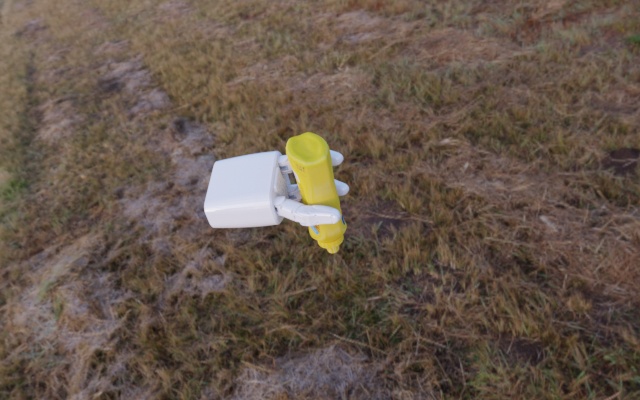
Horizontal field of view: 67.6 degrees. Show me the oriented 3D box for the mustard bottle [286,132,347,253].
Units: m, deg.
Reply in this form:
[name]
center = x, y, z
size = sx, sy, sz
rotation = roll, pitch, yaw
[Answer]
[mustard bottle]
center = 0.000, 0.002, 0.706
size = 0.058, 0.192, 0.096
rotation = -20, 34, -9
